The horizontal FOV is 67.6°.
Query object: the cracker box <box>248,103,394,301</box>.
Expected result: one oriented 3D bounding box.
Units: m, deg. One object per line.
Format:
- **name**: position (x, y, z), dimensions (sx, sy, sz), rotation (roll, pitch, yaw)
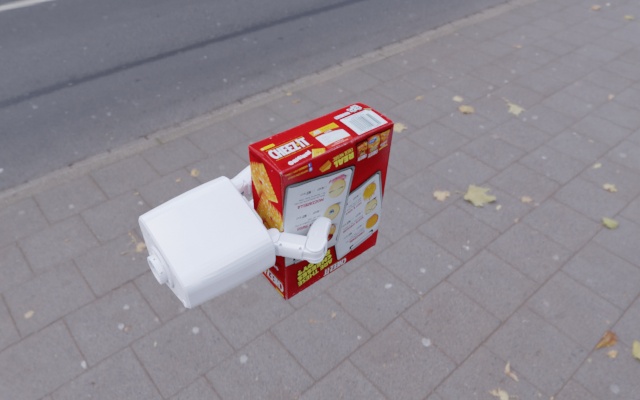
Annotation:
- **cracker box**: position (0.000, 0.002, 0.601), dimensions (0.164, 0.214, 0.072), rotation (-27, 50, -28)
